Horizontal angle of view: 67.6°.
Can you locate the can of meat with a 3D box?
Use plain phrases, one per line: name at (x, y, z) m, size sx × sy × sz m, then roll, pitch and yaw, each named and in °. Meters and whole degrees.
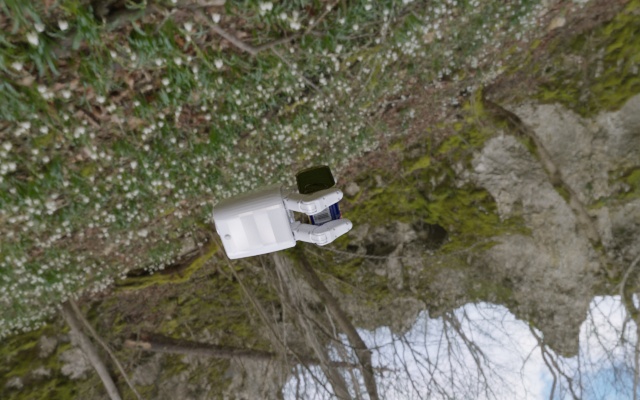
can of meat at (0.000, 0.003, 0.760) m, size 0.057 × 0.084 × 0.102 m, roll -15°, pitch 25°, yaw -1°
